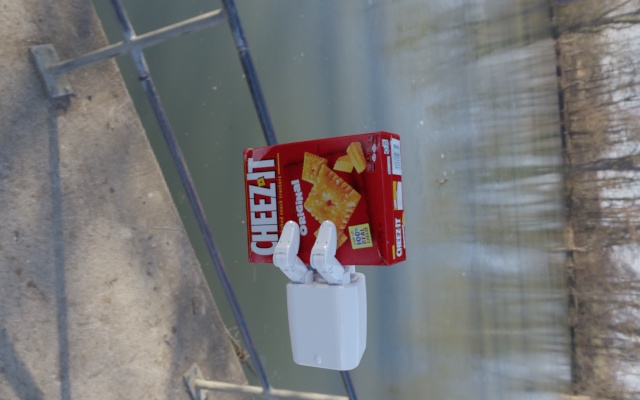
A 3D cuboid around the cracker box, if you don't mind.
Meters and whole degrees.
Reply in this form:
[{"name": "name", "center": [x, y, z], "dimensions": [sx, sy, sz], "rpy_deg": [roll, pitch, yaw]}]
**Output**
[{"name": "cracker box", "center": [0.000, 0.002, 0.637], "dimensions": [0.214, 0.164, 0.072], "rpy_deg": [-3, -1, 30]}]
